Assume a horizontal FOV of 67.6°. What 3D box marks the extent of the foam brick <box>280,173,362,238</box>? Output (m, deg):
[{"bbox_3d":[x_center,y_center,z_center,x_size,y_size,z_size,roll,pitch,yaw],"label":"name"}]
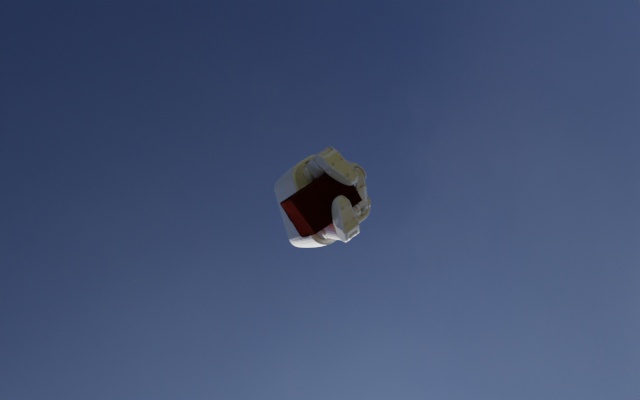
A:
[{"bbox_3d":[0.000,0.002,0.579,0.078,0.053,0.051,-34,4,-23],"label":"foam brick"}]
